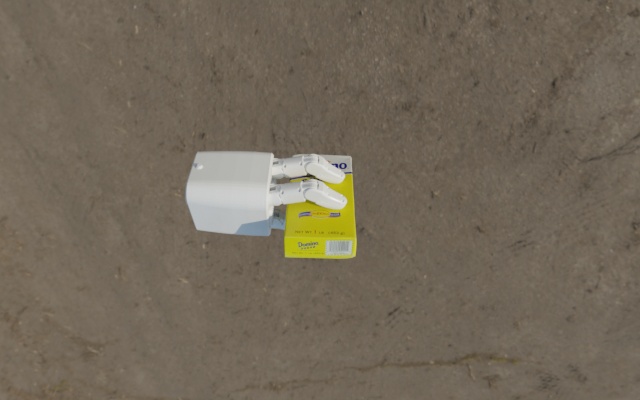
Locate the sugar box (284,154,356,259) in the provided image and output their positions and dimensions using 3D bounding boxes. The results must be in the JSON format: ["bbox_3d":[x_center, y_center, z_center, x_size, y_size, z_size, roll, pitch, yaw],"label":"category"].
[{"bbox_3d":[0.000,0.002,0.667,0.093,0.048,0.176,2,44,-2],"label":"sugar box"}]
